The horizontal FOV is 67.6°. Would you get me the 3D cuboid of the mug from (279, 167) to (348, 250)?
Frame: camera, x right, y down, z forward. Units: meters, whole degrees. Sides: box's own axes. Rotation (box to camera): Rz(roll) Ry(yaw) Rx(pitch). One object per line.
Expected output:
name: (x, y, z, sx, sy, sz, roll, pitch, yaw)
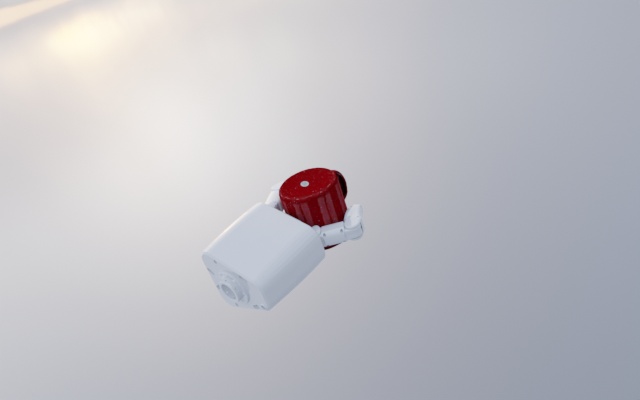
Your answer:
mug: (0.001, 0.001, 0.653, 0.093, 0.081, 0.117, 10, 41, 40)
